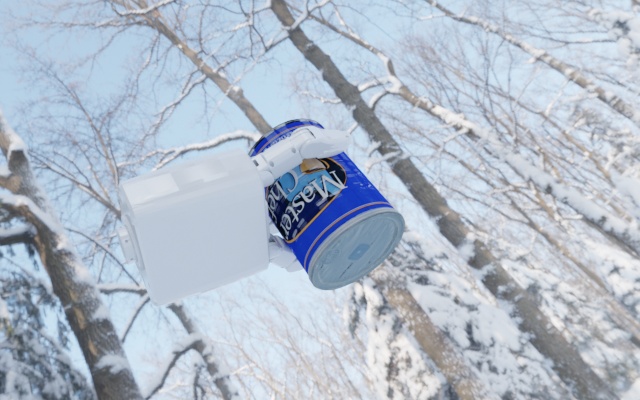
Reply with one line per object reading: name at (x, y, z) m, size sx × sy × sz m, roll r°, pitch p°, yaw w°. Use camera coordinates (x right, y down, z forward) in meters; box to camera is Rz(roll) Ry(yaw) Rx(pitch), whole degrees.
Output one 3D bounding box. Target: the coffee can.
coffee can at (0.000, 0.002, 0.470) m, size 0.103 × 0.103 × 0.140 m, roll 0°, pitch 42°, yaw -44°
